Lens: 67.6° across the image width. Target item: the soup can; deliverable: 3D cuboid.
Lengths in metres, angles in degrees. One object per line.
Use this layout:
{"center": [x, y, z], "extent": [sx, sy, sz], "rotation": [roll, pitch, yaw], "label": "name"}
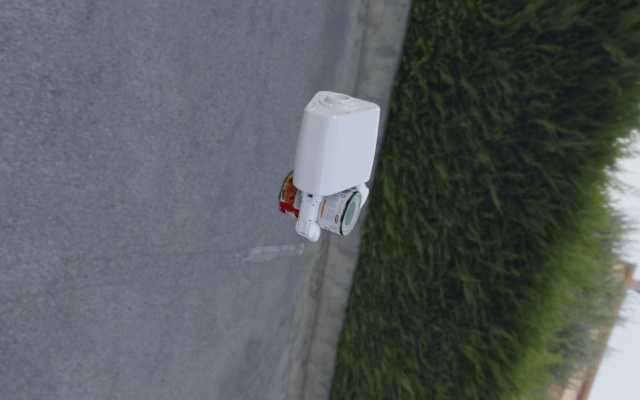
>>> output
{"center": [0.000, 0.003, 0.679], "extent": [0.102, 0.068, 0.068], "rotation": [20, 7, 21], "label": "soup can"}
